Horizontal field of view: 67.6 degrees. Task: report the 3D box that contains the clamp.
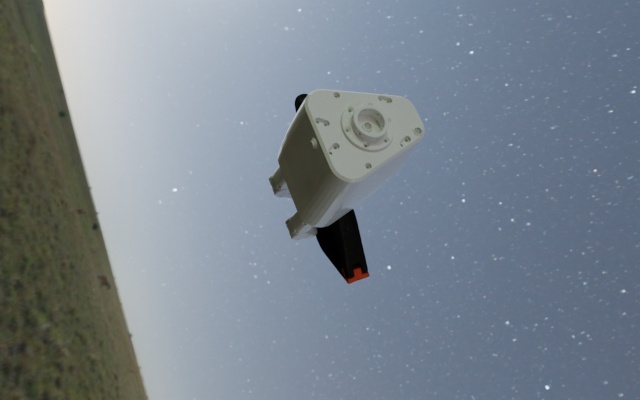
[{"bbox_3d":[0.001,0.002,0.573,0.036,0.210,0.165,-16,-17,-19],"label":"clamp"}]
